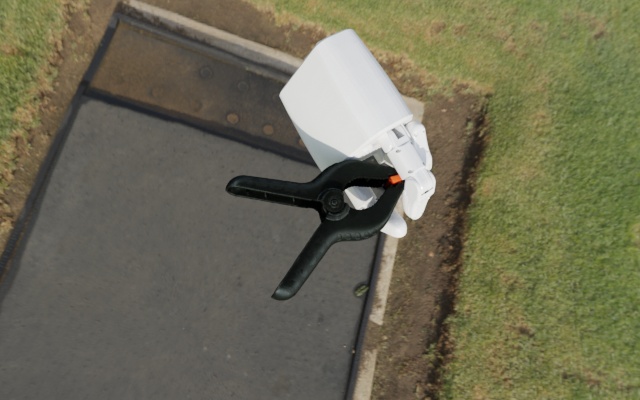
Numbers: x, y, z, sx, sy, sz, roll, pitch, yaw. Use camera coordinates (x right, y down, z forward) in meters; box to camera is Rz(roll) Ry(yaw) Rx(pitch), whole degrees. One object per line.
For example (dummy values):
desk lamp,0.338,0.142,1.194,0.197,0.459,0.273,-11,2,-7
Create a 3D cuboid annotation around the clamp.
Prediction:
clamp,0.000,0.001,0.448,0.171,0.120,0.039,-30,-5,-21
